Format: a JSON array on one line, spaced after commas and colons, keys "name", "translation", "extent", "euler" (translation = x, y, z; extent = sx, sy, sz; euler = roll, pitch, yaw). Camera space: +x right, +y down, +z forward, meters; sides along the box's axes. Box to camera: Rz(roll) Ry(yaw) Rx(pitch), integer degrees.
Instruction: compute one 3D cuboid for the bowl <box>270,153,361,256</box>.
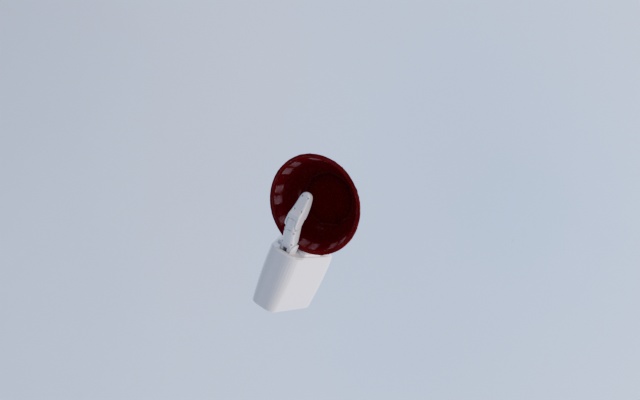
[{"name": "bowl", "translation": [0.001, 0.001, 0.760], "extent": [0.162, 0.162, 0.055], "euler": [0, 12, 30]}]
